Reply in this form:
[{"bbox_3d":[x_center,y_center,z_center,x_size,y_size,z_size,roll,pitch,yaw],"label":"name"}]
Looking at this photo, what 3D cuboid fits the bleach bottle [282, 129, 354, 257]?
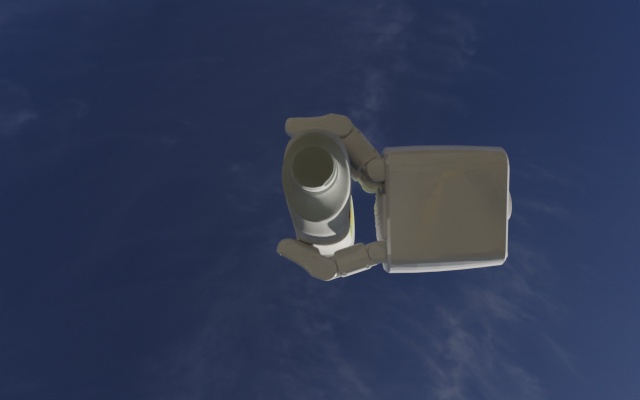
[{"bbox_3d":[0.000,0.001,0.439,0.068,0.102,0.251,-4,-7,1],"label":"bleach bottle"}]
